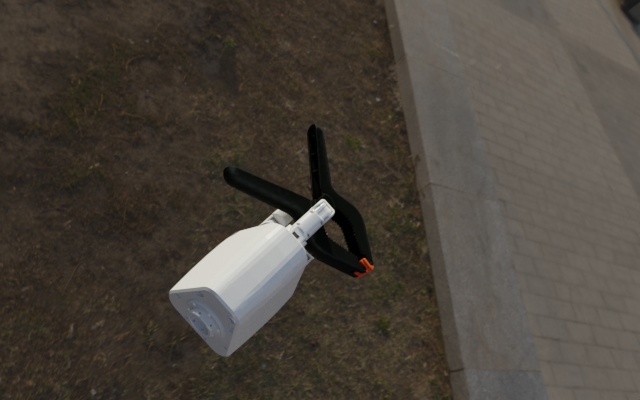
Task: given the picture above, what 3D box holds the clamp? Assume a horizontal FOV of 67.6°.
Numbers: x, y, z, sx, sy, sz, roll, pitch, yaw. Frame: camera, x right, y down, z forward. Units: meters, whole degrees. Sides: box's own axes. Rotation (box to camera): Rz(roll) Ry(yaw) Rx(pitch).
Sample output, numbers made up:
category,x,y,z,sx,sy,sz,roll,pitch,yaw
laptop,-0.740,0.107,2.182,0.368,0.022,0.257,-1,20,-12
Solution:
category,x,y,z,sx,sy,sz,roll,pitch,yaw
clamp,0.001,0.002,0.608,0.164,0.210,0.036,-42,1,-37
